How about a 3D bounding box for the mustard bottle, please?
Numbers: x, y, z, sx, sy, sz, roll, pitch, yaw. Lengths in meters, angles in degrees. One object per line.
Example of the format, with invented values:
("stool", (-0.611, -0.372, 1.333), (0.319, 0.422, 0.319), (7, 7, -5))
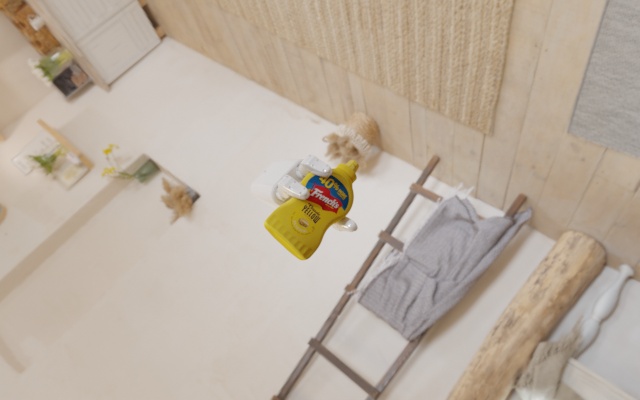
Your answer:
("mustard bottle", (0.000, 0.003, 0.810), (0.096, 0.191, 0.058), (43, -18, -2))
